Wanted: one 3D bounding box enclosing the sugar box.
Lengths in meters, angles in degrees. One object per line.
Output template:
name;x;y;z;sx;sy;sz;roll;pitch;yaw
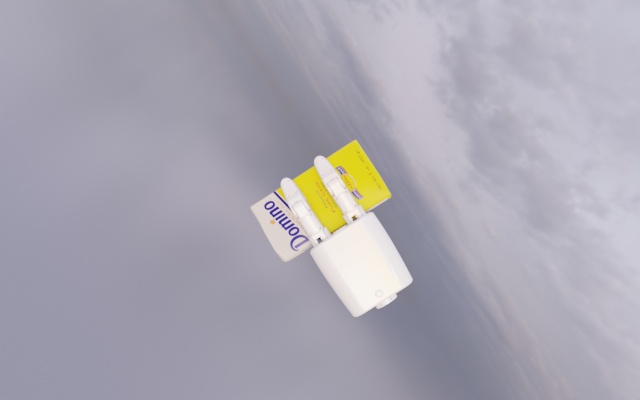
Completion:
sugar box;0.000;0.002;0.667;0.176;0.093;0.048;-33;-8;3
